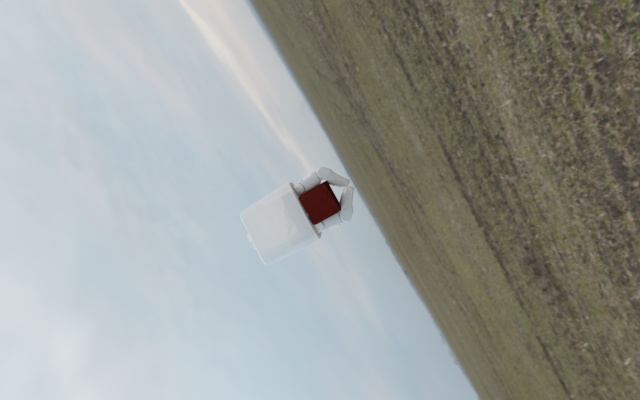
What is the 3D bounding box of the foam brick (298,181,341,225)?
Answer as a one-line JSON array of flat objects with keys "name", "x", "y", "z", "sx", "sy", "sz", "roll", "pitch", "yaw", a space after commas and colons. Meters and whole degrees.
[{"name": "foam brick", "x": 0.000, "y": 0.002, "z": 0.789, "sx": 0.051, "sy": 0.053, "sz": 0.078, "roll": -29, "pitch": 3, "yaw": 4}]
